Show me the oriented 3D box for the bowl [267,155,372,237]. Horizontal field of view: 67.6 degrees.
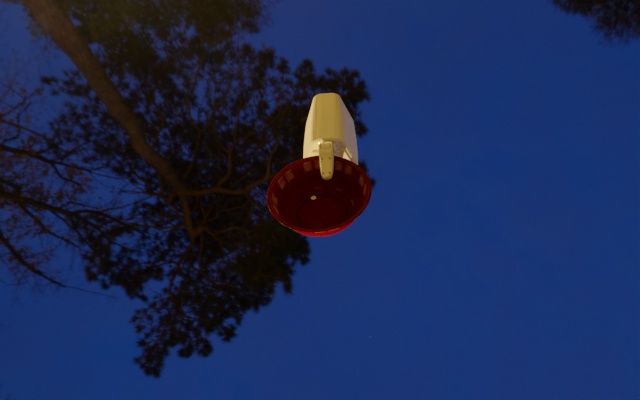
[{"bbox_3d":[0.000,0.004,0.751,0.162,0.162,0.055,0,-42,8],"label":"bowl"}]
